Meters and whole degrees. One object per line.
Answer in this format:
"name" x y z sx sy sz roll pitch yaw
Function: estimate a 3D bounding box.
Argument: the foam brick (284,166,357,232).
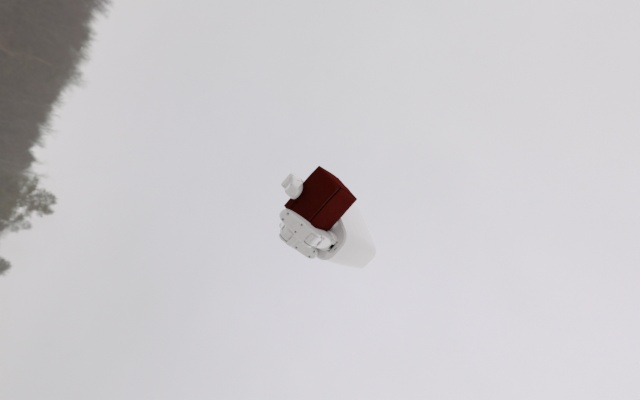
"foam brick" 0.000 0.002 0.656 0.051 0.078 0.053 27 19 -53
